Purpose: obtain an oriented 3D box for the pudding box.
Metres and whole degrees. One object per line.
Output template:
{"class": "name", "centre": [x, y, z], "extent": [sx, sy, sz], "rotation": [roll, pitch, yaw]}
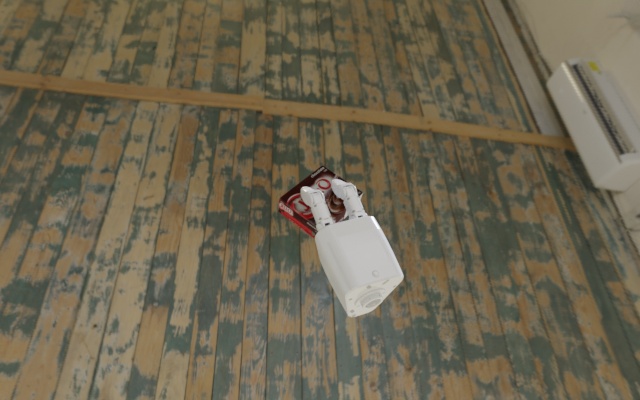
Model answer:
{"class": "pudding box", "centre": [0.000, 0.003, 0.781], "extent": [0.090, 0.039, 0.113], "rotation": [36, 51, 20]}
